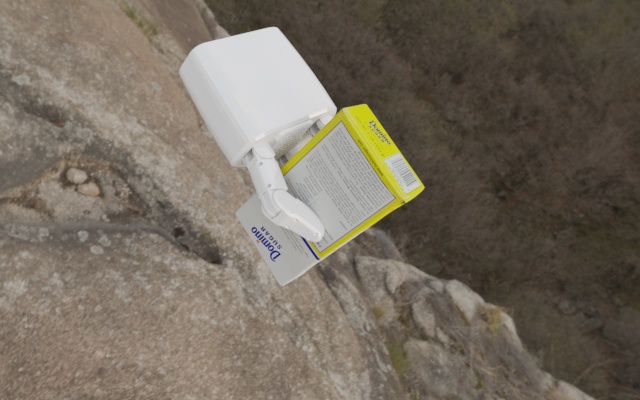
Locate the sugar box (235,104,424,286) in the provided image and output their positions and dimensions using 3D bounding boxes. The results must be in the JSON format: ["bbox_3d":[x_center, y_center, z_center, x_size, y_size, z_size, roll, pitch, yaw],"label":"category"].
[{"bbox_3d":[0.000,0.001,0.448,0.176,0.093,0.048,-39,-9,40],"label":"sugar box"}]
